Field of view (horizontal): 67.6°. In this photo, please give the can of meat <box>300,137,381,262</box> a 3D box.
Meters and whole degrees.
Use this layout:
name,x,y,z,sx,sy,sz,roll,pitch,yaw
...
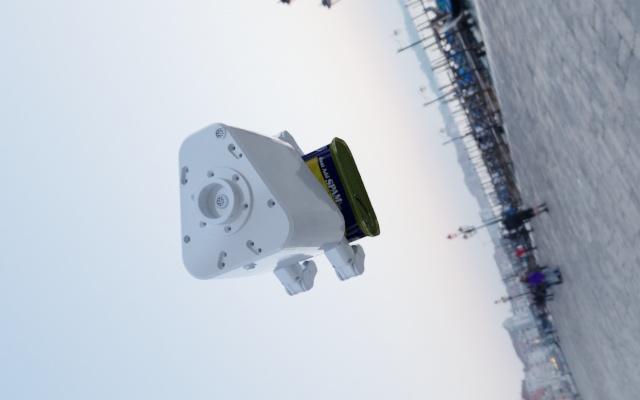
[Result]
name,x,y,z,sx,sy,sz,roll,pitch,yaw
can of meat,0.000,0.002,0.470,0.084,0.102,0.057,-23,-6,18
